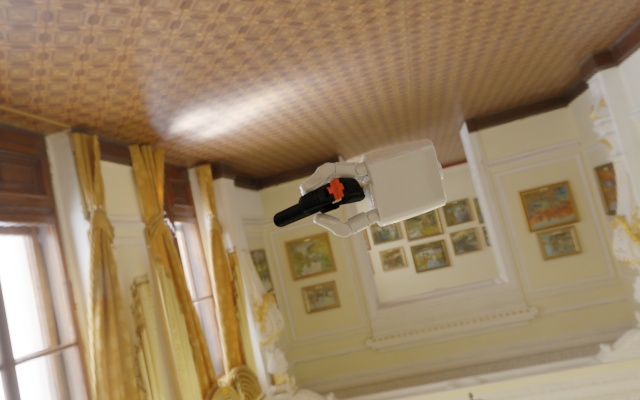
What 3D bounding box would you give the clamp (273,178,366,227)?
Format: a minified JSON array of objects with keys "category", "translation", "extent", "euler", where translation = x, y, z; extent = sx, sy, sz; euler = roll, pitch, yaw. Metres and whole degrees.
[{"category":"clamp","translation":[0.001,0.003,0.730],"extent":[0.164,0.036,0.210],"euler":[-20,-5,-2]}]
